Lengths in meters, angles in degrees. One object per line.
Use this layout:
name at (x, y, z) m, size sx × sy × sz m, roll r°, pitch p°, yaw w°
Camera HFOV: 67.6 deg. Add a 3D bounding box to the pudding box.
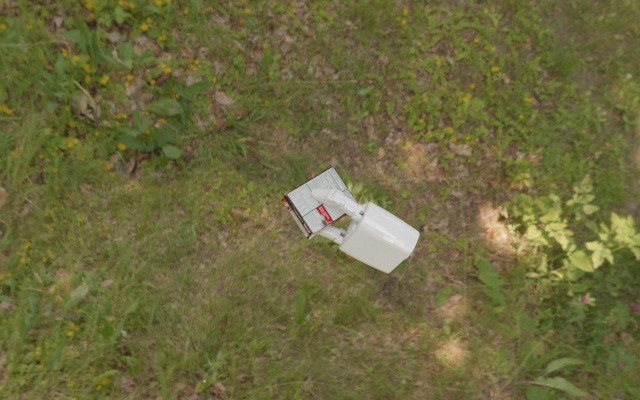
pudding box at (0.000, 0.003, 0.866) m, size 0.113 × 0.090 × 0.039 m, roll -32°, pitch -6°, yaw -24°
